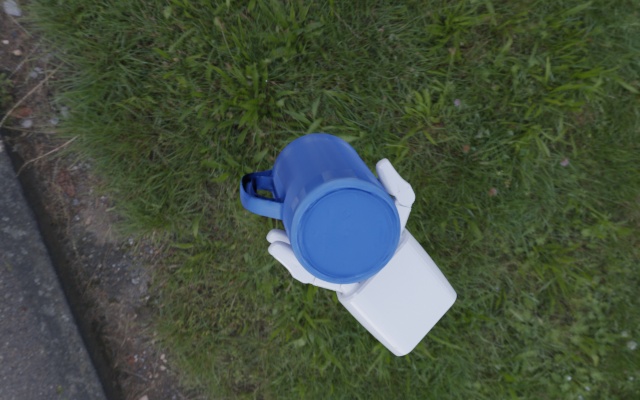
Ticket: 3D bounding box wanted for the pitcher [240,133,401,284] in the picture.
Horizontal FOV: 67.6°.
[{"bbox_3d":[0.000,0.002,0.558,0.149,0.145,0.242,-40,15,4],"label":"pitcher"}]
